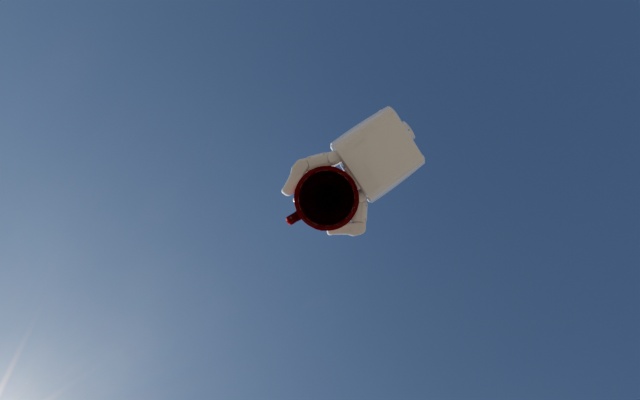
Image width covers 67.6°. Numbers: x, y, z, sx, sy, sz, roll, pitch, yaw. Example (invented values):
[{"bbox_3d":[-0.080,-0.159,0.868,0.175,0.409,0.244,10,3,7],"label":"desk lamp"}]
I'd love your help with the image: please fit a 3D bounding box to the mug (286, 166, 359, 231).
[{"bbox_3d":[-0.001,0.003,0.718,0.117,0.093,0.081,-34,1,3],"label":"mug"}]
